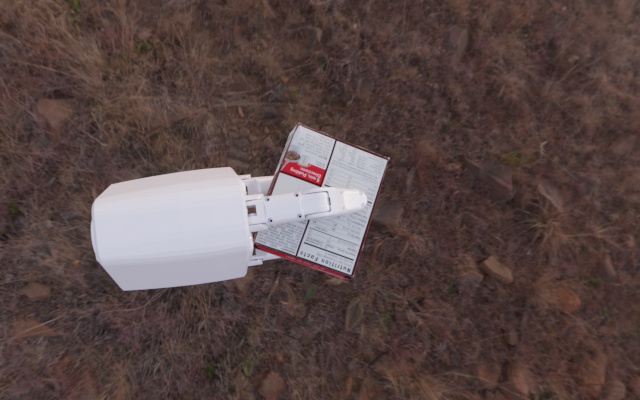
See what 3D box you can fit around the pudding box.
[{"bbox_3d":[0.000,0.001,0.411,0.090,0.113,0.039,21,-10,-8],"label":"pudding box"}]
